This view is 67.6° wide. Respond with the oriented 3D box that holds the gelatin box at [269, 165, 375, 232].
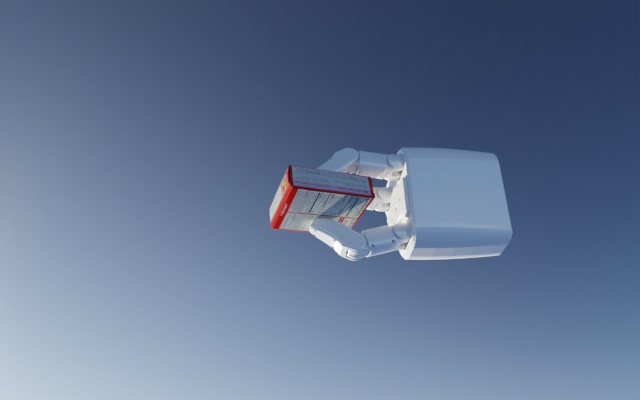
[{"bbox_3d":[0.000,0.002,0.484,0.089,0.030,0.073,6,-37,-20],"label":"gelatin box"}]
